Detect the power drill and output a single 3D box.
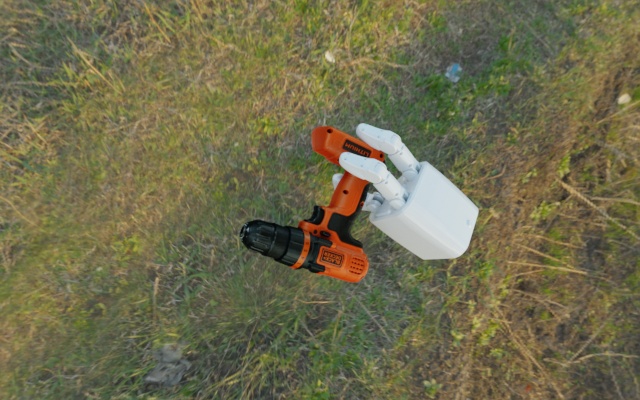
[{"bbox_3d":[0.000,0.002,0.632,0.184,0.187,0.057,21,-8,-28],"label":"power drill"}]
